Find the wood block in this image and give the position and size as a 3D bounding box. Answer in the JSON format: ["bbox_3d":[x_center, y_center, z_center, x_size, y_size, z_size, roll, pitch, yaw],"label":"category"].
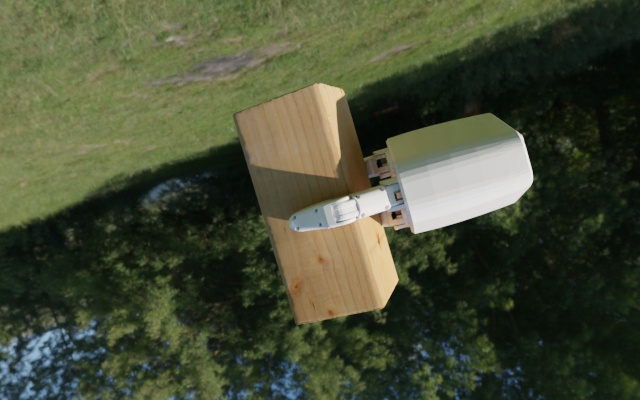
[{"bbox_3d":[0.000,0.002,0.469,0.090,0.206,0.091,-15,3,20],"label":"wood block"}]
